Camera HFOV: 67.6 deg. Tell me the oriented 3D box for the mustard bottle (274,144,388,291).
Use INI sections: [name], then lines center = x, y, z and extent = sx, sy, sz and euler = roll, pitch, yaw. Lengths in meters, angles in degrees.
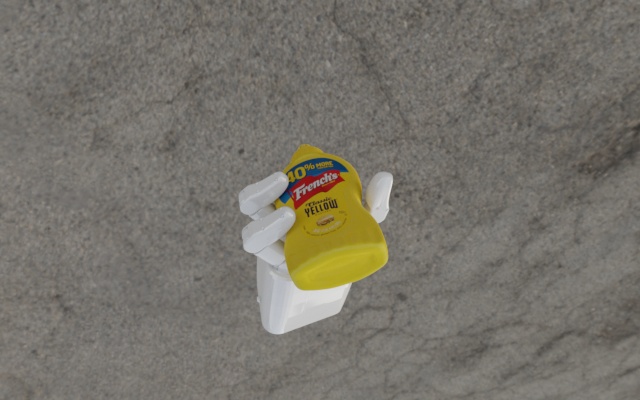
[mustard bottle]
center = 0.000, 0.002, 0.512
extent = 0.096, 0.058, 0.191
euler = -19, 43, 2
